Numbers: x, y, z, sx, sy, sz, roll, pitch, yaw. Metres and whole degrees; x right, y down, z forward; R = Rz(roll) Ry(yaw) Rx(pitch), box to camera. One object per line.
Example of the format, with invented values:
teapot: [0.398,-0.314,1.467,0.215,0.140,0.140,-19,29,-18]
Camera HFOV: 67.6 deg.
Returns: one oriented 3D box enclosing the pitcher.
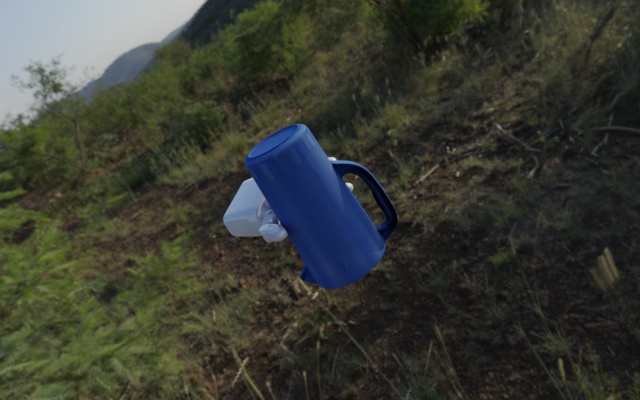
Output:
pitcher: [0.000,0.002,0.742,0.145,0.243,0.149,-9,31,46]
